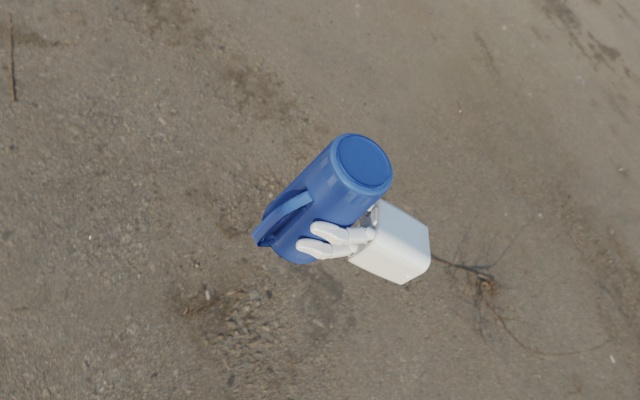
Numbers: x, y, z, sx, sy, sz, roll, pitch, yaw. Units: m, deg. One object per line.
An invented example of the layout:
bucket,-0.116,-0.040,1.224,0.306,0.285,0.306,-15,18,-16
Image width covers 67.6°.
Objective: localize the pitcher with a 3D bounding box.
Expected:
pitcher,0.000,0.003,0.769,0.145,0.149,0.243,28,-39,-14
